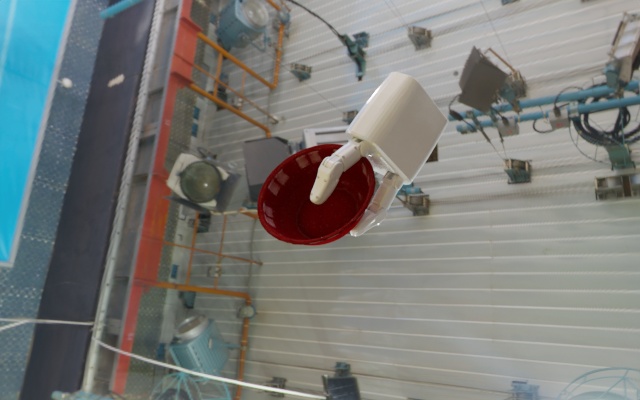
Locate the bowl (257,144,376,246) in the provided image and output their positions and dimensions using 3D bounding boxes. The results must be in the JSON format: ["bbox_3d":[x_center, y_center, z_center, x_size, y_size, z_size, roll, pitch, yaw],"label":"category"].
[{"bbox_3d":[-0.001,0.003,0.635,0.162,0.162,0.055,0,-36,23],"label":"bowl"}]
